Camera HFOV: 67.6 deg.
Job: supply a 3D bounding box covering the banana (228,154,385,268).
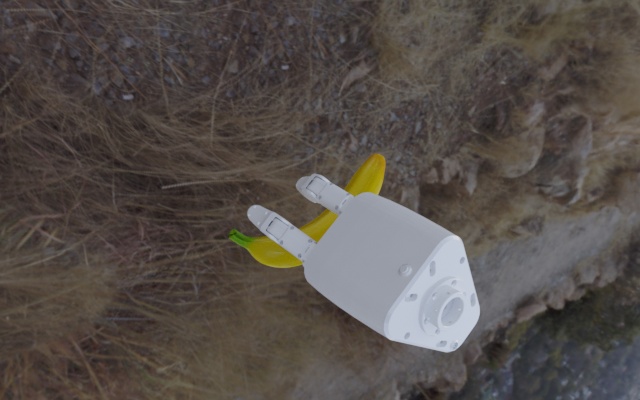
[{"bbox_3d":[0.003,0.020,0.516,0.197,0.070,0.037,-29,23,-22],"label":"banana"}]
